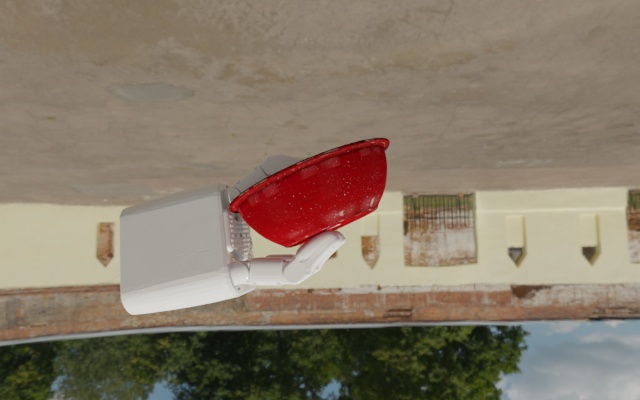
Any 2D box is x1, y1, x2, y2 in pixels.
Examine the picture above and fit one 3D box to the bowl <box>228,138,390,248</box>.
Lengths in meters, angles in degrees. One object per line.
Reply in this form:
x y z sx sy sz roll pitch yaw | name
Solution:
0.001 0.001 0.443 0.162 0.055 0.162 -23 -7 -3 | bowl
